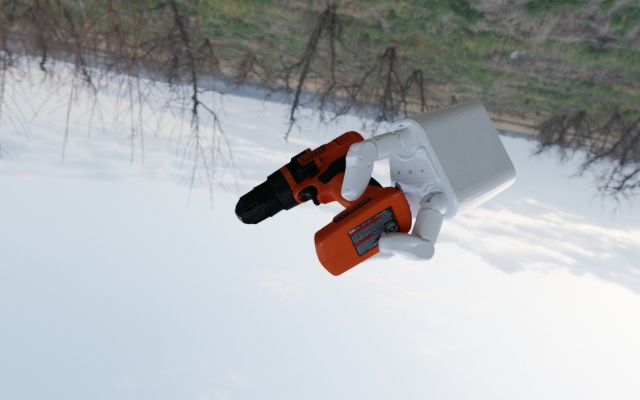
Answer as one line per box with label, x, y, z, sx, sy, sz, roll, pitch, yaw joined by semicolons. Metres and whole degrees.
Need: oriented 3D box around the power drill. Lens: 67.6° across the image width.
power drill;0.001;0.002;0.533;0.184;0.057;0.187;-32;35;-4
